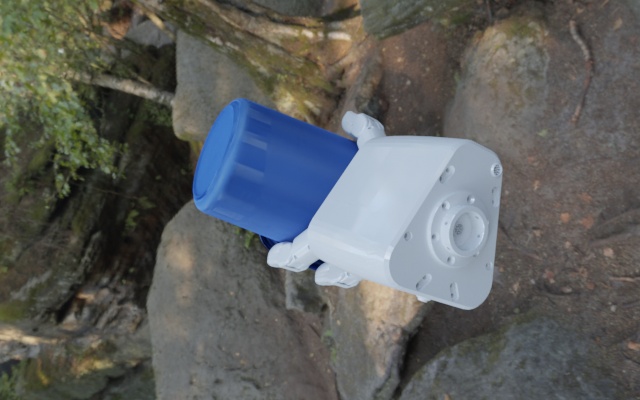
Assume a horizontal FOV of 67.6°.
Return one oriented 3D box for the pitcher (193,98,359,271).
[{"bbox_3d":[0.000,0.002,0.481,0.243,0.149,0.145,21,-2,-27],"label":"pitcher"}]
